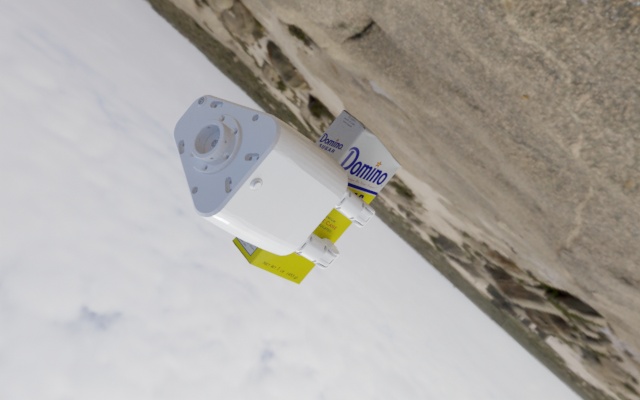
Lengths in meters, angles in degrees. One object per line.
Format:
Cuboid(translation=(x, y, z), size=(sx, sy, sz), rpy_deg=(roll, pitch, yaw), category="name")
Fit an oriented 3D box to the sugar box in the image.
Cuboid(translation=(0.000, 0.002, 0.502), size=(0.048, 0.176, 0.093), rpy_deg=(47, 7, 38), category="sugar box")
